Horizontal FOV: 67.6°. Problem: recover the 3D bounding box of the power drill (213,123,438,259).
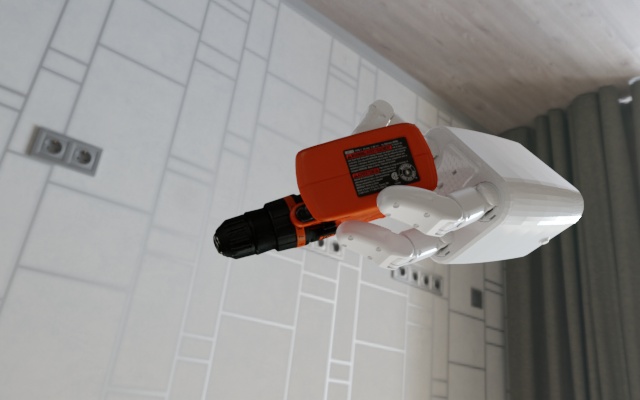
[{"bbox_3d":[0.000,0.001,0.411,0.184,0.057,0.188,-17,-7,-16],"label":"power drill"}]
